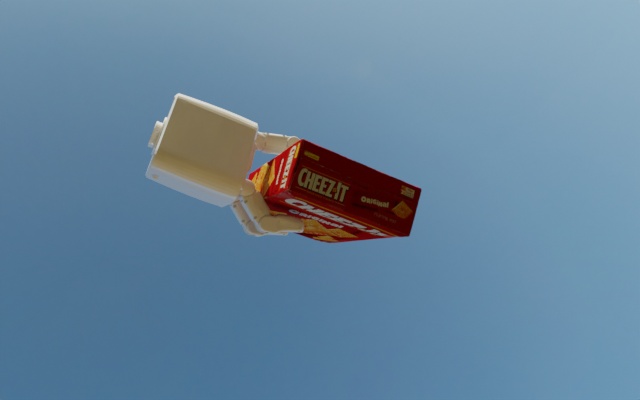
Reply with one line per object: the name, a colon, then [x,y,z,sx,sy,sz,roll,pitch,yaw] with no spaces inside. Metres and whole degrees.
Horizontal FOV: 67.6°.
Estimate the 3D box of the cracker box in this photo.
cracker box: [0.000,0.002,0.632,0.164,0.072,0.214,20,-14,-20]
